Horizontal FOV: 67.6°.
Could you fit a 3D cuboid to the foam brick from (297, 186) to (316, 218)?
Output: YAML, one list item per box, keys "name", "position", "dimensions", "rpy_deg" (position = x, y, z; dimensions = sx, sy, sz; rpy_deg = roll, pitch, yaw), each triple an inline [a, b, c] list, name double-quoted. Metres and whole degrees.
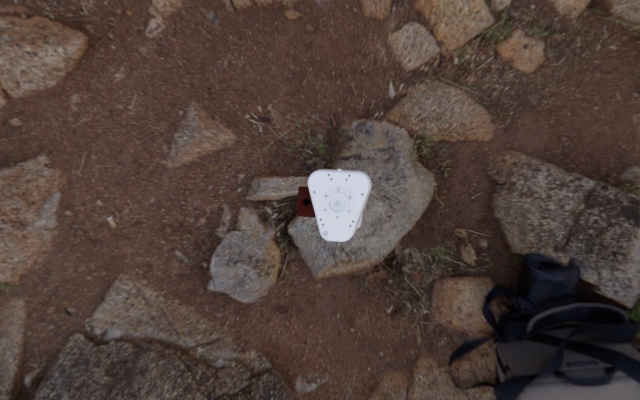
- name: "foam brick"
  position: [0.000, 0.003, 0.832]
  dimensions: [0.078, 0.053, 0.051]
  rpy_deg: [3, 3, 5]
